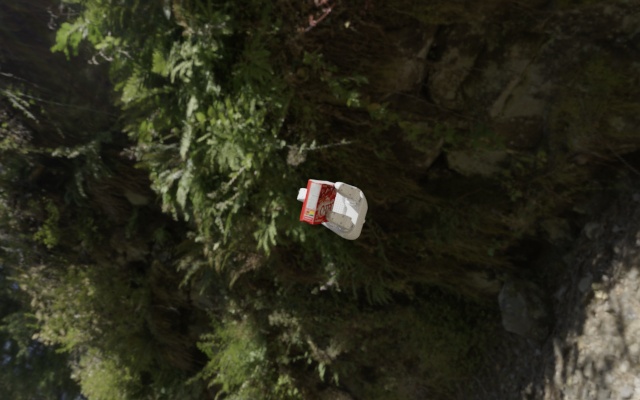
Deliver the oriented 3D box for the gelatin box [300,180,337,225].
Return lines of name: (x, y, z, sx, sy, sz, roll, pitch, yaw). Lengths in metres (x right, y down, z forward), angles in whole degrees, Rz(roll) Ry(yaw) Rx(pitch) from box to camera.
gelatin box: (0.000, 0.003, 0.852, 0.030, 0.073, 0.089, 16, 6, 20)
